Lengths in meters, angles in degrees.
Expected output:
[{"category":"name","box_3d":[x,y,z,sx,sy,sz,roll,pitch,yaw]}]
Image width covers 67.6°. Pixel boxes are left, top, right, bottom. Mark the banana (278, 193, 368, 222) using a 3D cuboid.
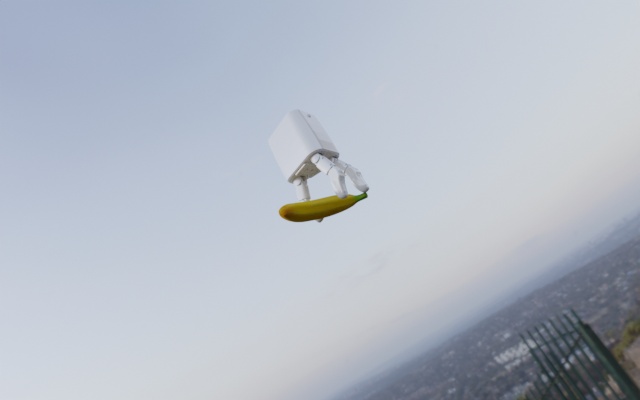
[{"category":"banana","box_3d":[-0.005,0.011,0.888,0.198,0.037,0.070,-13,-22,-36]}]
